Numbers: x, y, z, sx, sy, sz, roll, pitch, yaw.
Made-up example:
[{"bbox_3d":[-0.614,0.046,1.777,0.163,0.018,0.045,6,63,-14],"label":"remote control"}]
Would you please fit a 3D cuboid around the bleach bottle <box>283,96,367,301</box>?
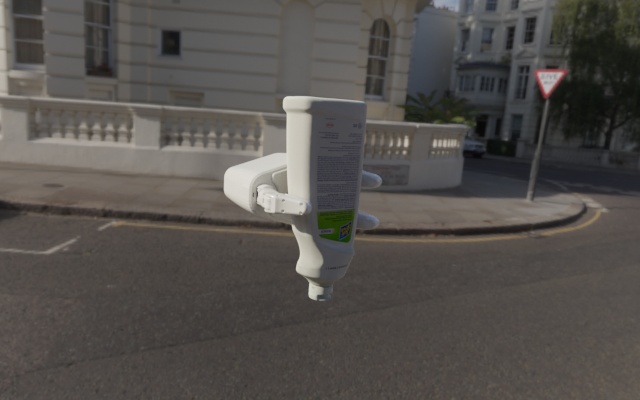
[{"bbox_3d":[0.000,0.002,0.593,0.102,0.251,0.068,-2,11,-30],"label":"bleach bottle"}]
